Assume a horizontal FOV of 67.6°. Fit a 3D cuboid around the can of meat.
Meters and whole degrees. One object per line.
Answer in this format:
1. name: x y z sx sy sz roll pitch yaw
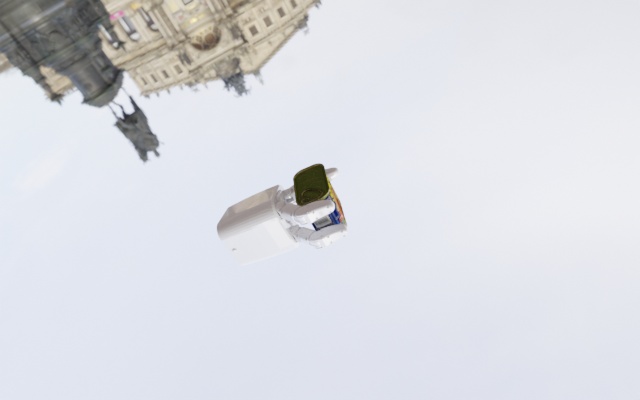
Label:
1. can of meat: 0.000 0.003 0.783 0.057 0.084 0.102 -23 35 8
